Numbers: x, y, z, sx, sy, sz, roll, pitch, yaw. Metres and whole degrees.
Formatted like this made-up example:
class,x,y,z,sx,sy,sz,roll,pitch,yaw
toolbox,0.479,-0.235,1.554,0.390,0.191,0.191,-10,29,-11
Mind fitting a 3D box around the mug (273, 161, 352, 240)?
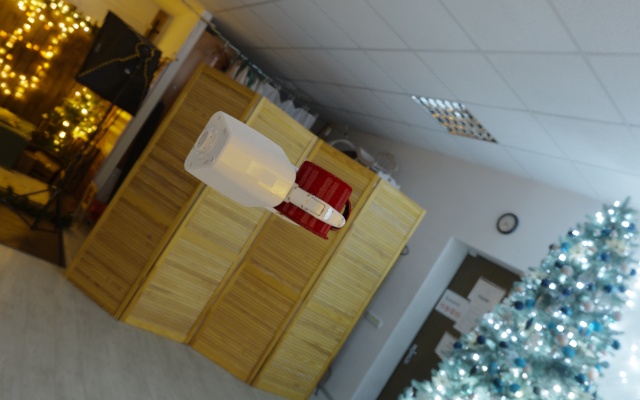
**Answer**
class,x,y,z,sx,sy,sz,roll,pitch,yaw
mug,0.001,0.003,0.680,0.117,0.081,0.093,31,0,-35
